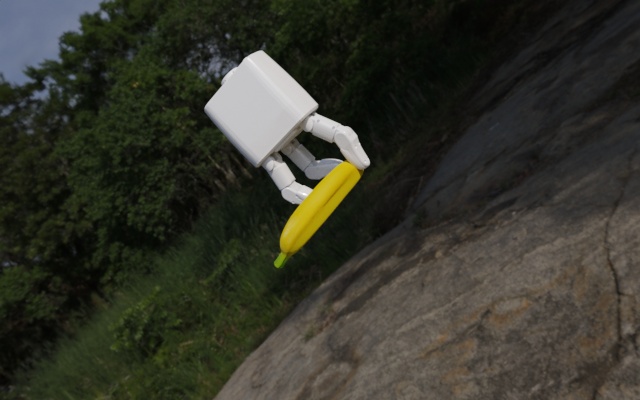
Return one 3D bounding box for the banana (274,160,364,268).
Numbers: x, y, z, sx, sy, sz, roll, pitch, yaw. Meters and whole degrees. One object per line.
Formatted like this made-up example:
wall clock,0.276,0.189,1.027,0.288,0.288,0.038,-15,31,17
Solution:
banana,0.004,-0.002,0.606,0.197,0.037,0.070,-49,2,-28
